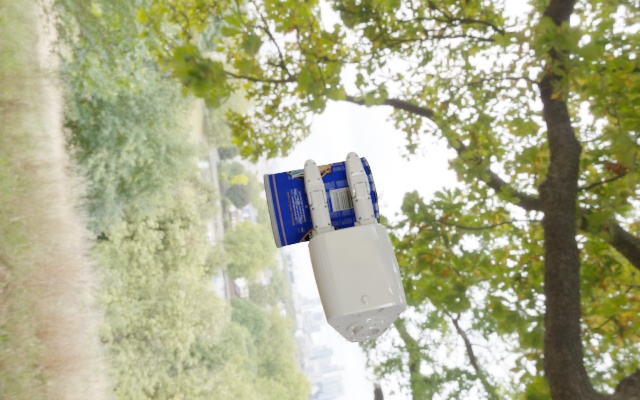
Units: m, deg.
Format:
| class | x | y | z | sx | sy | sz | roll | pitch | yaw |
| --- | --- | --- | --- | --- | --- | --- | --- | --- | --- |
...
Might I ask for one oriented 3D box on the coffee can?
| class | x | y | z | sx | sy | sz | roll | pitch | yaw |
| --- | --- | --- | --- | --- | --- | --- | --- | --- | --- |
| coffee can | 0.000 | 0.002 | 0.653 | 0.140 | 0.103 | 0.103 | -11 | 1 | -4 |
